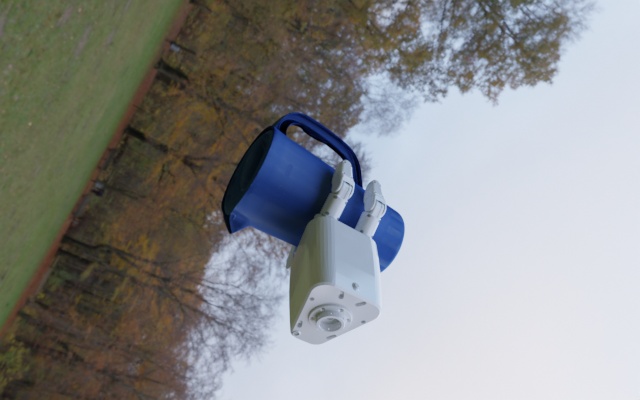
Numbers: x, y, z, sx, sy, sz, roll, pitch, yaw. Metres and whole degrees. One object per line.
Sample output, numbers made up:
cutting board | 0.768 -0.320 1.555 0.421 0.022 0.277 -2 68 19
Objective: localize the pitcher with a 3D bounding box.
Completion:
pitcher | 0.000 0.002 0.666 0.243 0.149 0.145 29 32 -22
